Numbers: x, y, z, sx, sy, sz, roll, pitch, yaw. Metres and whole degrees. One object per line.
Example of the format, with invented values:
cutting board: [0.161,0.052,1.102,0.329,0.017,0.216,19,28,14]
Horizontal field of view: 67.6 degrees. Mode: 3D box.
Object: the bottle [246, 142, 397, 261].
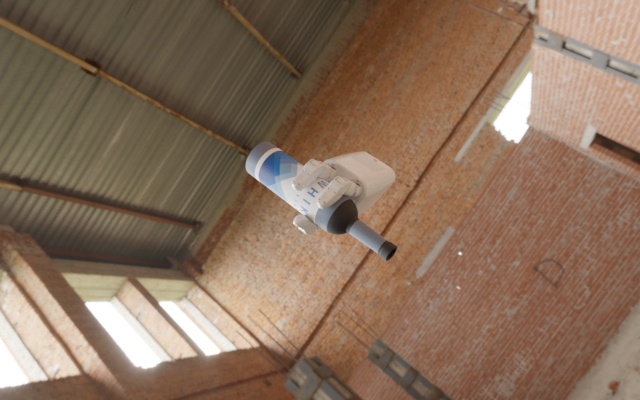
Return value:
bottle: [0.000,0.002,0.782,0.295,0.069,0.069,36,17,25]
